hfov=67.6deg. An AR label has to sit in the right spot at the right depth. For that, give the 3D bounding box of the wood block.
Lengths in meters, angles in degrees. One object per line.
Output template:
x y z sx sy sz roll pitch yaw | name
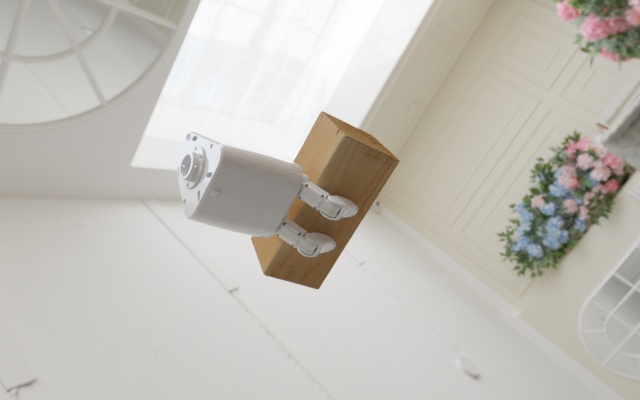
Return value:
0.000 0.002 0.629 0.090 0.206 0.090 20 20 -30 | wood block
